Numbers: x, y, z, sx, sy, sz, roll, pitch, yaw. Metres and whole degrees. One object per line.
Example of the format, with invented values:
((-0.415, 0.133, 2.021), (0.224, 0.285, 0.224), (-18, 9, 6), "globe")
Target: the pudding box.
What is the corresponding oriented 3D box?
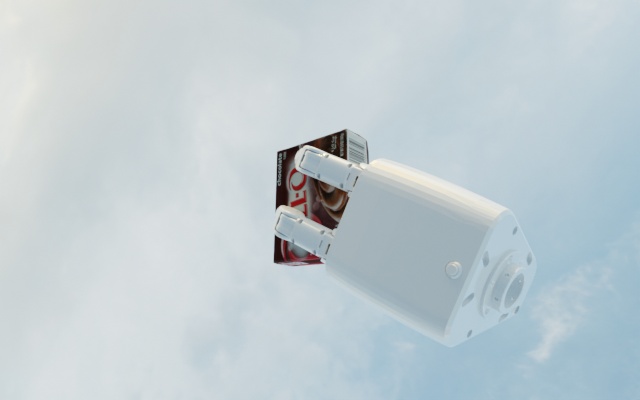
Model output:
((0.000, 0.001, 0.436), (0.090, 0.113, 0.039), (-12, -20, 40), "pudding box")
